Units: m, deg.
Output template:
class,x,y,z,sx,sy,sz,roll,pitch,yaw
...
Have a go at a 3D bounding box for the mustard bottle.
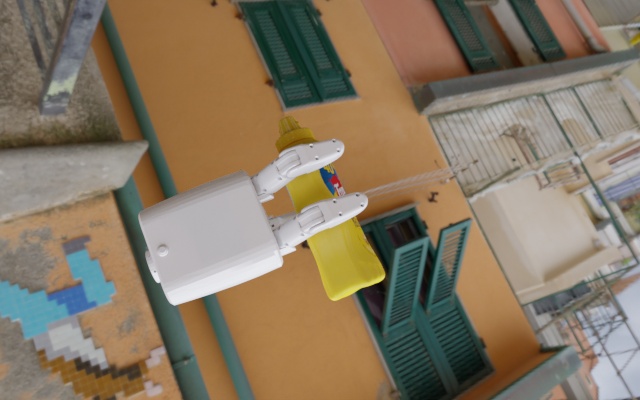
class,x,y,z,sx,sy,sz,roll,pitch,yaw
mustard bottle,0.000,0.002,0.483,0.058,0.191,0.096,-26,-12,12
